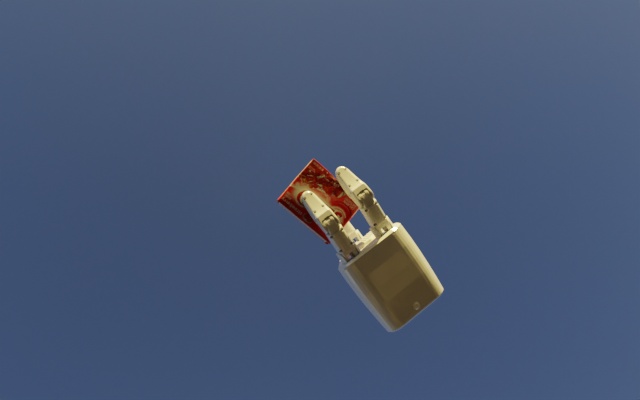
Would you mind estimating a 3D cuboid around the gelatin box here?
[{"bbox_3d":[0.000,0.002,0.624,0.089,0.073,0.030,40,-9,0],"label":"gelatin box"}]
